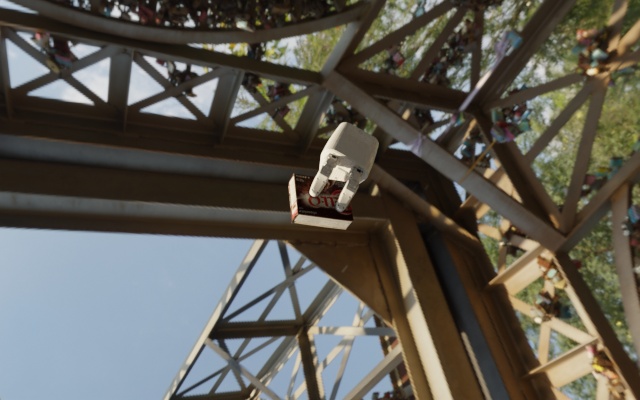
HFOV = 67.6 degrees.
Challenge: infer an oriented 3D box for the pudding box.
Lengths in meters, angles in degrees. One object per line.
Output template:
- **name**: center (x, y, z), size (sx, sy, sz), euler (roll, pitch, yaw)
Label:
- **pudding box**: center (0.000, 0.003, 0.883), size (0.113, 0.090, 0.039), euler (6, -37, -20)
